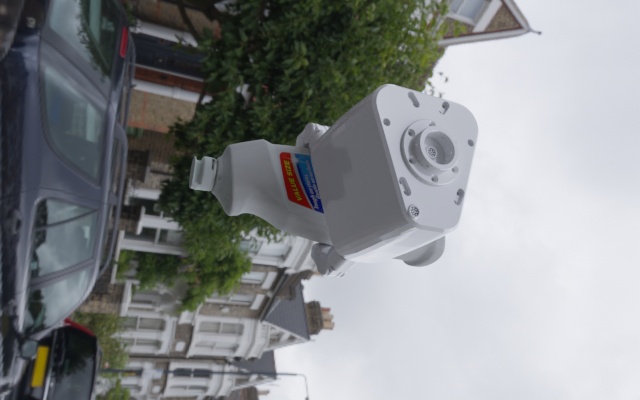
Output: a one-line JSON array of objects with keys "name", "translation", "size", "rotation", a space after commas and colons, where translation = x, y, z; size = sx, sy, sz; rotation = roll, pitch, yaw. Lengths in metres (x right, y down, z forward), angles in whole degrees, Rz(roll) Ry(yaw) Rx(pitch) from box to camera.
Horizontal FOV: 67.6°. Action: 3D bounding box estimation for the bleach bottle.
[{"name": "bleach bottle", "translation": [0.000, 0.001, 0.469], "size": [0.251, 0.102, 0.068], "rotation": [9, -21, -21]}]
